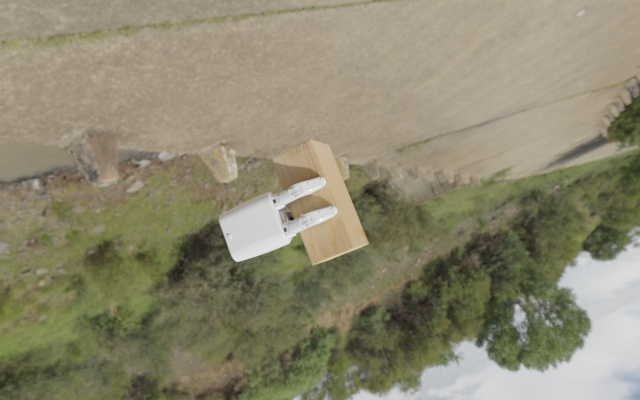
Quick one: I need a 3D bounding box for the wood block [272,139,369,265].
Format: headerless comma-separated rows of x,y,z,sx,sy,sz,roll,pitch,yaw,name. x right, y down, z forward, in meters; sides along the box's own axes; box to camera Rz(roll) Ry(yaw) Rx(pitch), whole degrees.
0.000,0.003,0.880,0.090,0.206,0.091,-24,-9,20,wood block
